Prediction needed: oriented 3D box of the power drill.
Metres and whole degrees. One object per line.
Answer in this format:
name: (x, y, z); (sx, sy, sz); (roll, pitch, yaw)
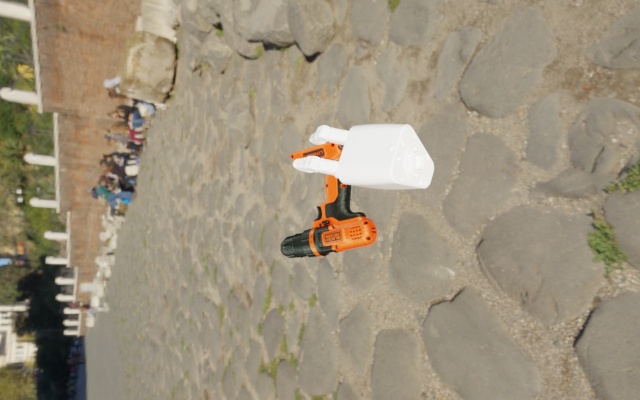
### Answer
power drill: (0.000, 0.002, 0.832); (0.184, 0.187, 0.057); (-13, -9, 27)
